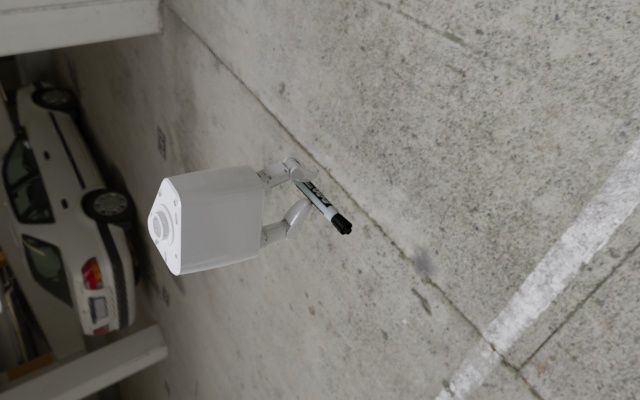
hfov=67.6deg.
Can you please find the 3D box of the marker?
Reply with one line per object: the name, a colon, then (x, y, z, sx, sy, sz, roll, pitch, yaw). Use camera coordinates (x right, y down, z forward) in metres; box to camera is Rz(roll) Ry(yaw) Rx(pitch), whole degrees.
marker: (0.000, 0.002, 0.613, 0.020, 0.020, 0.121, 0, 38, -47)
